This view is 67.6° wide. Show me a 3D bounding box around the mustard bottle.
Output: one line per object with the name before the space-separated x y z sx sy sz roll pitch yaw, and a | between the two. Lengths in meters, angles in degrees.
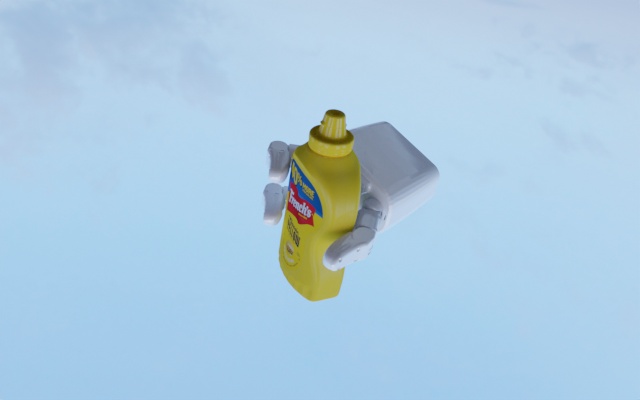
mustard bottle | 0.000 0.002 0.469 0.058 0.192 0.096 -7 38 -23
